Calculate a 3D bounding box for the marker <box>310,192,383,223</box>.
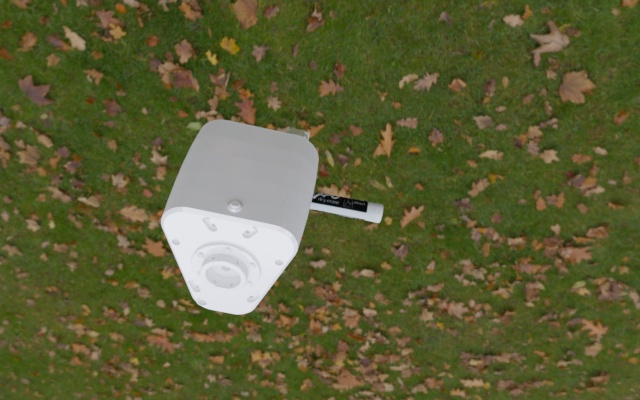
[{"bbox_3d":[0.000,0.001,0.464,0.121,0.020,0.020,11,-1,-2],"label":"marker"}]
